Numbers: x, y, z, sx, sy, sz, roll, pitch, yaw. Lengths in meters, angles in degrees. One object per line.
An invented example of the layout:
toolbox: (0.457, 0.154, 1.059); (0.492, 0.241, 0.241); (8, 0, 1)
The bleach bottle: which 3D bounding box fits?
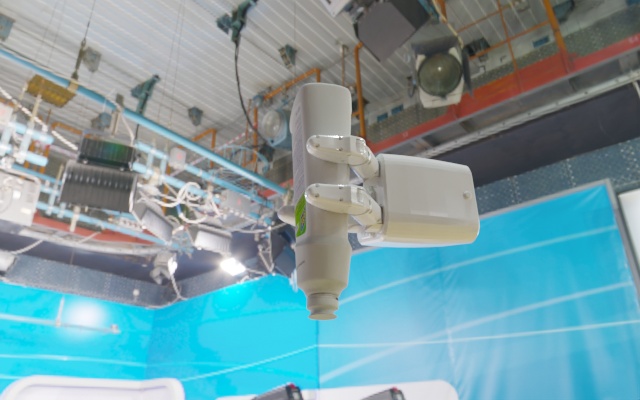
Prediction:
bleach bottle: (0.000, 0.002, 0.514); (0.068, 0.250, 0.103); (4, -26, -9)
